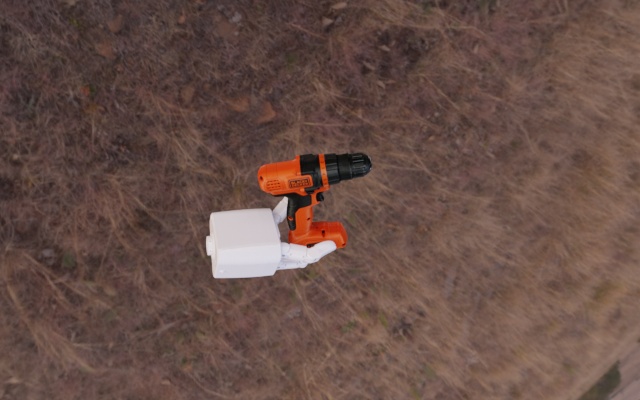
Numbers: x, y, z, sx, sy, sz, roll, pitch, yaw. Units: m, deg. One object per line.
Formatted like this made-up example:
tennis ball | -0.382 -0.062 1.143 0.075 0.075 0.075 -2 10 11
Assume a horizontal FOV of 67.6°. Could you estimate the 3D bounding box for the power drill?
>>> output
power drill | 0.000 0.003 0.814 0.184 0.188 0.057 -7 39 3
